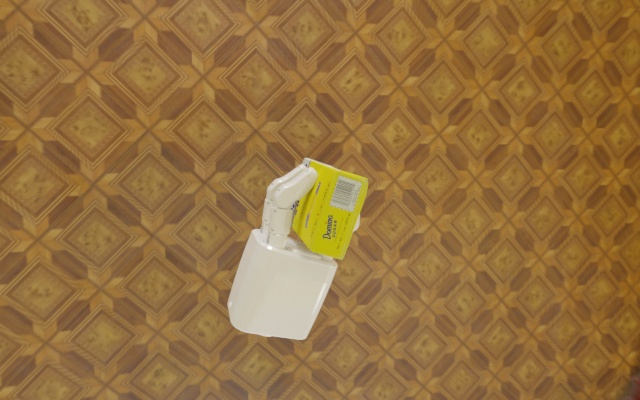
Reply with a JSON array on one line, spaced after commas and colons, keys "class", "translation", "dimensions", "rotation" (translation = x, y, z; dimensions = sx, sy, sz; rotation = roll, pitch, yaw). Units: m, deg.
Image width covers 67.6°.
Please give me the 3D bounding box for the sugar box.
[{"class": "sugar box", "translation": [0.000, 0.002, 0.587], "dimensions": [0.048, 0.093, 0.176], "rotation": [18, 4, -18]}]
